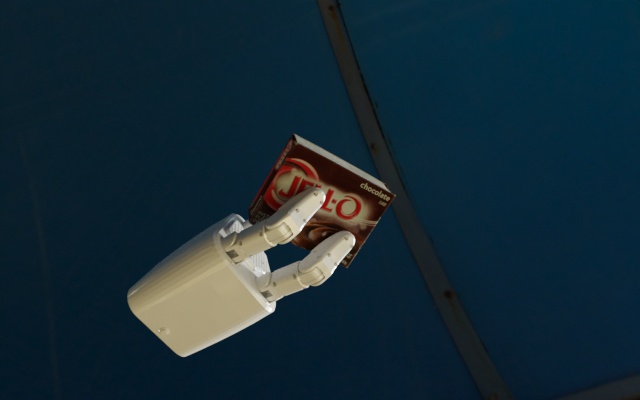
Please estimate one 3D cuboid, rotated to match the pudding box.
[{"bbox_3d":[0.000,0.001,0.460,0.113,0.090,0.039,26,19,-19],"label":"pudding box"}]
